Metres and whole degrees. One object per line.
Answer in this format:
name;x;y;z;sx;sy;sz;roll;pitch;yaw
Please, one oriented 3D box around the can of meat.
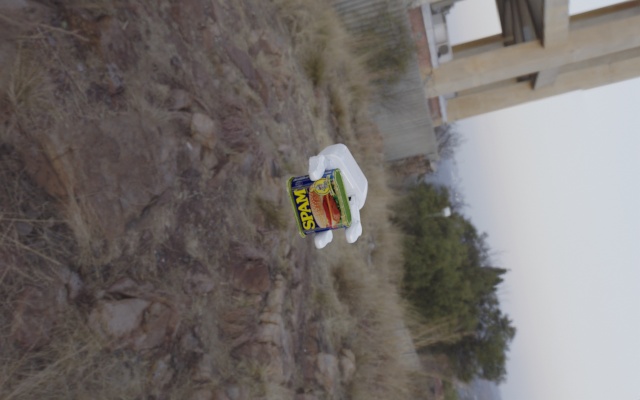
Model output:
can of meat;0.000;0.002;0.786;0.084;0.102;0.057;-12;13;15
